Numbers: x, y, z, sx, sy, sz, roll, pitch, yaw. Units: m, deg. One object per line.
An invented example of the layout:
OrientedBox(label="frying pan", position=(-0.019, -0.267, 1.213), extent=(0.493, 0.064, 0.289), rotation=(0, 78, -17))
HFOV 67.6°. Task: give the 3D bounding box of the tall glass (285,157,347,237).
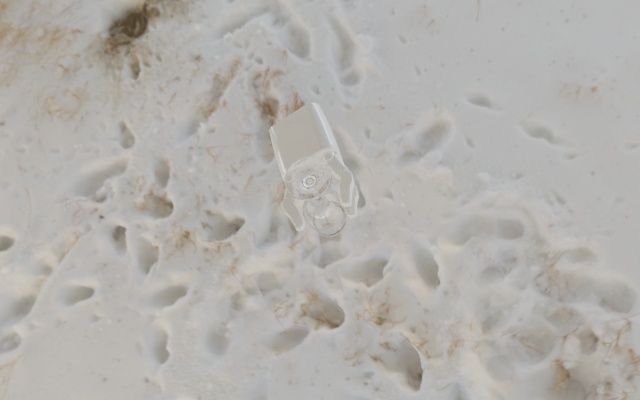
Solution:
OrientedBox(label="tall glass", position=(0.000, 0.003, 0.823), extent=(0.079, 0.079, 0.201), rotation=(0, -23, 12))
